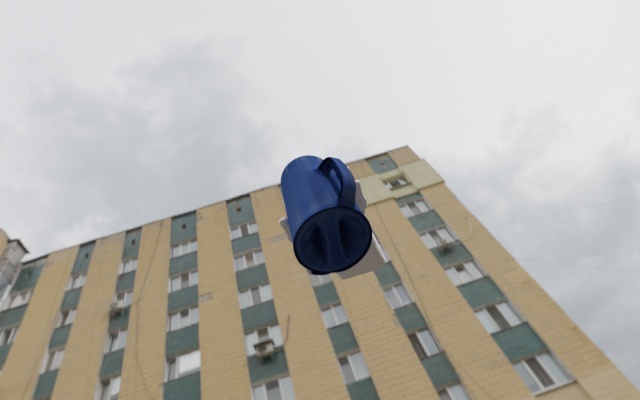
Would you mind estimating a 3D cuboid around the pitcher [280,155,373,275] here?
[{"bbox_3d":[0.000,0.003,0.868,0.149,0.145,0.242,-31,33,4],"label":"pitcher"}]
